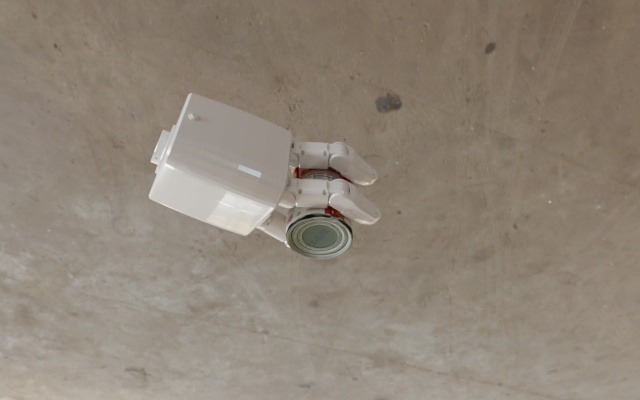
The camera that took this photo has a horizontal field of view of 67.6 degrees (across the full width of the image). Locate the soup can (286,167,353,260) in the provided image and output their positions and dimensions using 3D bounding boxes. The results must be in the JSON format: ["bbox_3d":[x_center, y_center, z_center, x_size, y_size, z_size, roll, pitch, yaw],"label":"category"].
[{"bbox_3d":[0.000,0.002,0.499,0.068,0.102,0.069,1,-44,1],"label":"soup can"}]
